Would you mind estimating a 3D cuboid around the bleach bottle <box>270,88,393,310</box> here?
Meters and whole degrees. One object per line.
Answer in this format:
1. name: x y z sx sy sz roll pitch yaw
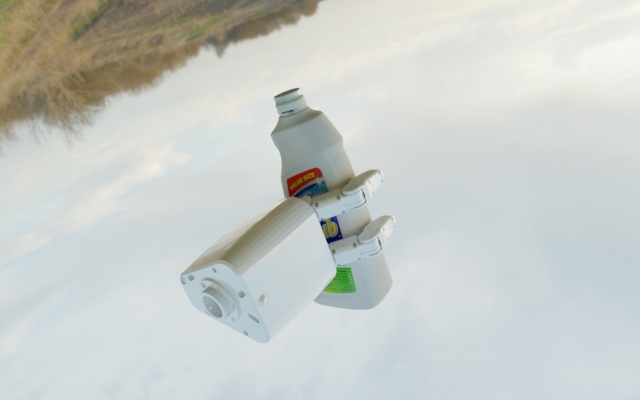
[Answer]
1. bleach bottle: 0.000 0.002 0.528 0.102 0.251 0.068 -1 29 40
